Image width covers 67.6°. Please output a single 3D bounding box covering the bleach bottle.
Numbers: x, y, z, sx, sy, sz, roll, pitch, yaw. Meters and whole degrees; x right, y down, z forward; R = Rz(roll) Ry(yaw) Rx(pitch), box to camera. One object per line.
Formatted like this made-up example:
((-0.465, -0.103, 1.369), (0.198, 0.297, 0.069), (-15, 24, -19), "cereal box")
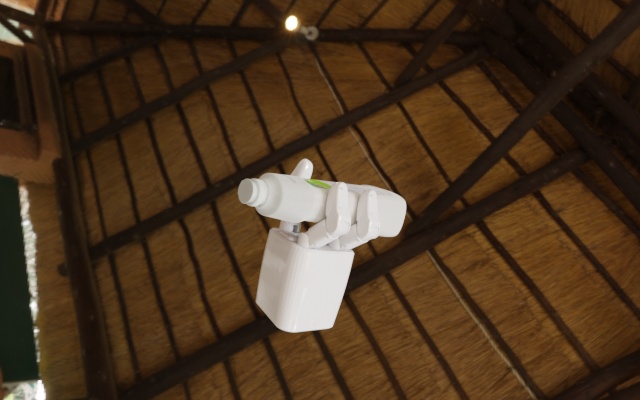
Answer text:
((0.000, 0.002, 0.618), (0.251, 0.068, 0.102), (9, 6, -44), "bleach bottle")
